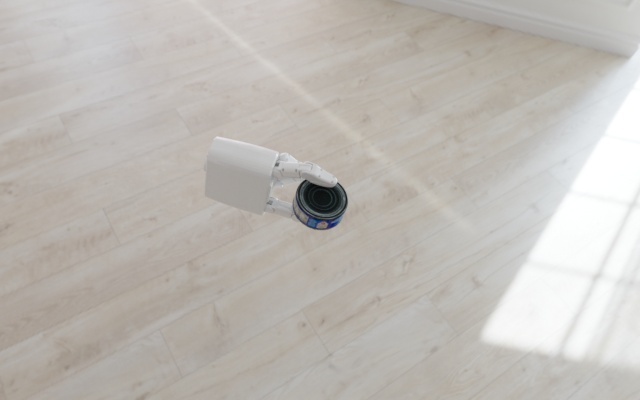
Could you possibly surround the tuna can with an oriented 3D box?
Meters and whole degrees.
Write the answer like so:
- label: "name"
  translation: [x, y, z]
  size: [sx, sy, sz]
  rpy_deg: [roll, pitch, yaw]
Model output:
- label: "tuna can"
  translation: [0.000, 0.002, 0.760]
  size: [0.086, 0.086, 0.034]
  rpy_deg: [0, -32, -15]
